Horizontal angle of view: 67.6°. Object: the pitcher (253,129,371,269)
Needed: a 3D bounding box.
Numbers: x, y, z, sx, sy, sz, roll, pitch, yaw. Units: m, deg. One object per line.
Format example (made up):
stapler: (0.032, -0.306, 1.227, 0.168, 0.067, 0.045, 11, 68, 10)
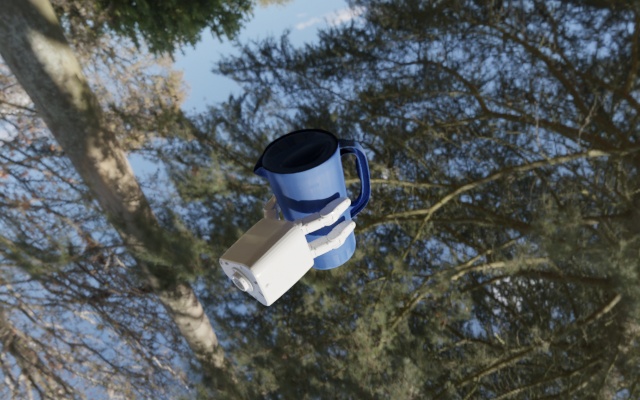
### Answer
pitcher: (0.000, 0.003, 0.848, 0.149, 0.243, 0.145, 18, 49, 37)
